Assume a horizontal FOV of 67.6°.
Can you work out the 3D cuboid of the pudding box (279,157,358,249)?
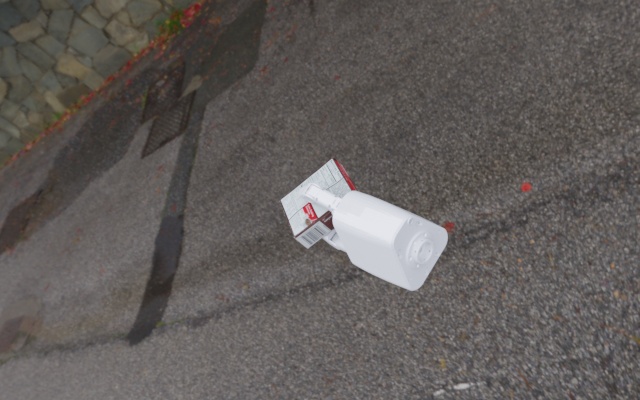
[{"bbox_3d":[0.000,0.002,0.712,0.113,0.090,0.039,-37,-48,11],"label":"pudding box"}]
